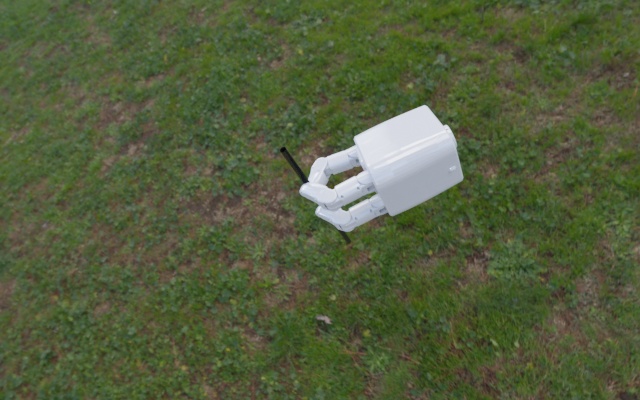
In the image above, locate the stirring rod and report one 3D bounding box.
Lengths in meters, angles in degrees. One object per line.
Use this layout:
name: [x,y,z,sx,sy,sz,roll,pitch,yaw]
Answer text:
stirring rod: [0.000,0.002,0.656,0.011,0.011,0.240,0,-31,25]
